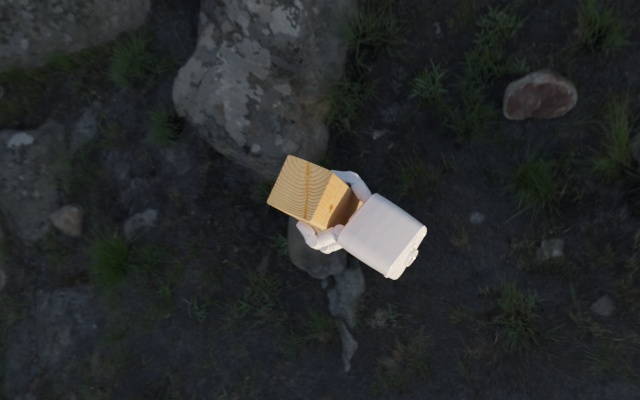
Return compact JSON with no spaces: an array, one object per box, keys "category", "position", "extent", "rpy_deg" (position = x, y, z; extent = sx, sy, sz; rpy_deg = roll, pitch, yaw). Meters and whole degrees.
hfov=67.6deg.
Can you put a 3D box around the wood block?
[{"category":"wood block","position":[0.001,0.003,0.861],"extent":[0.090,0.091,0.206],"rpy_deg":[23,-5,24]}]
